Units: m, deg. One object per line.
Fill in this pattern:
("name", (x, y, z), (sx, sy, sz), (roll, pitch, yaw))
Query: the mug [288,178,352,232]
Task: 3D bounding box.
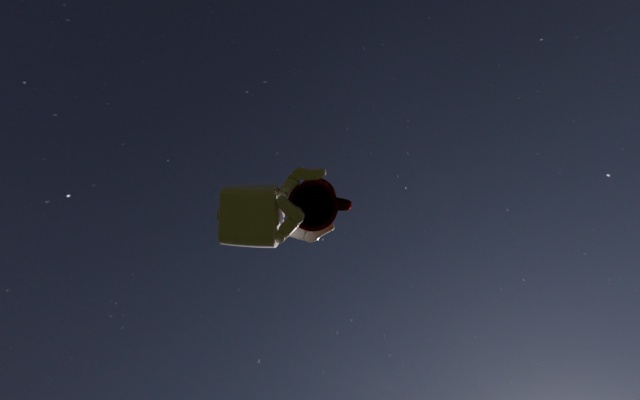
("mug", (0.002, 0.003, 0.898), (0.117, 0.093, 0.081), (2, 13, 4))
